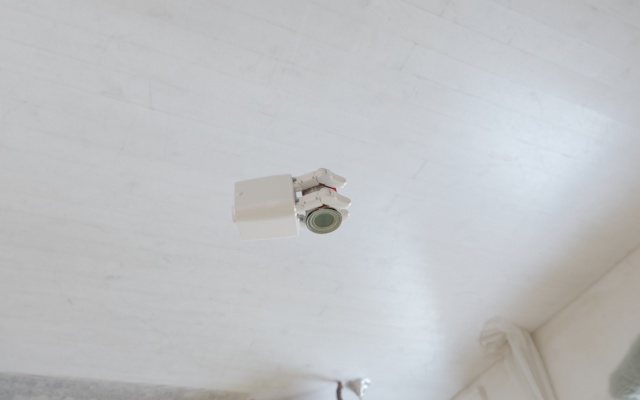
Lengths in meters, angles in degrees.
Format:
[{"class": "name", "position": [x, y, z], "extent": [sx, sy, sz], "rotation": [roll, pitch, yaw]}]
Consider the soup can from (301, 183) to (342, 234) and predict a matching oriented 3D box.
[{"class": "soup can", "position": [0.001, 0.003, 0.878], "extent": [0.068, 0.069, 0.102], "rotation": [0, 43, -9]}]
